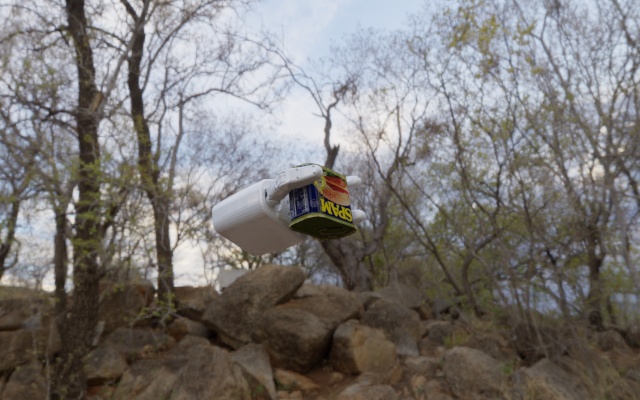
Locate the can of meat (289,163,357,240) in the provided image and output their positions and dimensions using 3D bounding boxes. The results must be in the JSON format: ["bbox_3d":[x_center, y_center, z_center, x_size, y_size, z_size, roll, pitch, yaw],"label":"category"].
[{"bbox_3d":[0.000,0.002,0.671,0.057,0.084,0.102,-24,-29,34],"label":"can of meat"}]
